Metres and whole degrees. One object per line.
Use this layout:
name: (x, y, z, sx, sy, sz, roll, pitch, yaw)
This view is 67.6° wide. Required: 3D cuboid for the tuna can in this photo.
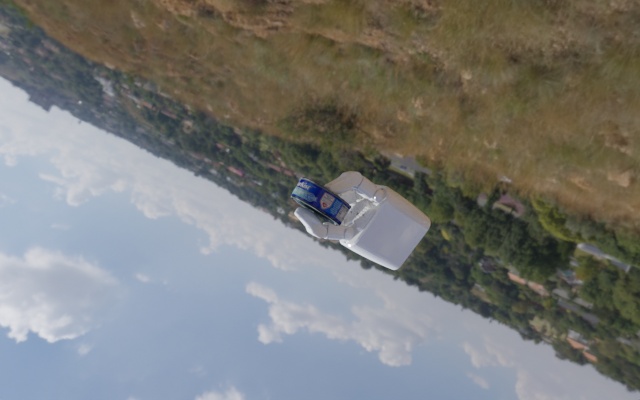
tuna can: (0.000, 0.003, 0.695, 0.086, 0.034, 0.086, 31, -6, 4)
